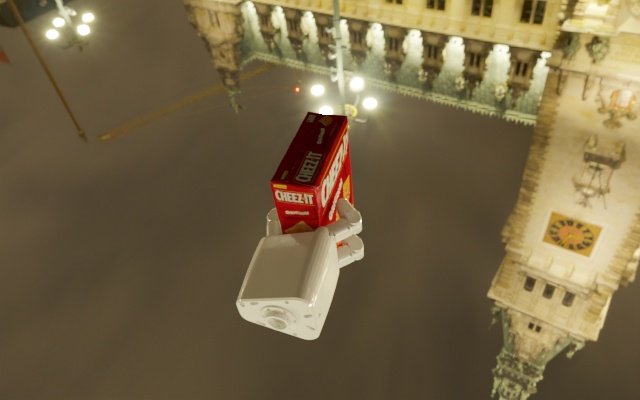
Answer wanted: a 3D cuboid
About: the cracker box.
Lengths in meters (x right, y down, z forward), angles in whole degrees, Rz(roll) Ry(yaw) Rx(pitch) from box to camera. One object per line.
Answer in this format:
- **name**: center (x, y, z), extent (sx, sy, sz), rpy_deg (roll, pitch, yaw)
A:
- **cracker box**: center (0.000, 0.002, 0.718), extent (0.072, 0.214, 0.164), rpy_deg (7, 46, 15)
